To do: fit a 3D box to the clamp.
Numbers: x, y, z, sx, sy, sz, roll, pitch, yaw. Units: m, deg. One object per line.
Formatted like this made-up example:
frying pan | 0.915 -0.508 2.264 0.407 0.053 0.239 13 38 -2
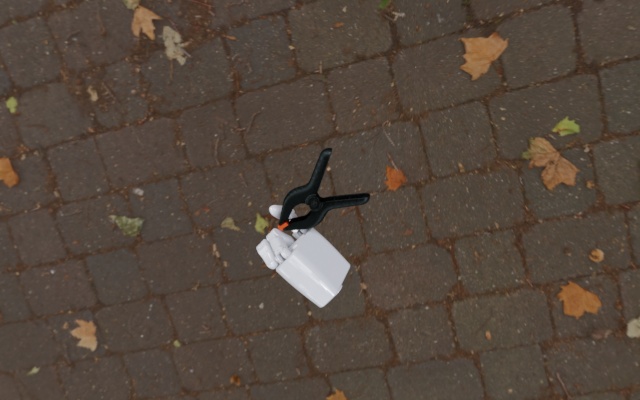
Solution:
clamp | 0.000 0.003 0.849 0.120 0.171 0.039 42 19 -6
